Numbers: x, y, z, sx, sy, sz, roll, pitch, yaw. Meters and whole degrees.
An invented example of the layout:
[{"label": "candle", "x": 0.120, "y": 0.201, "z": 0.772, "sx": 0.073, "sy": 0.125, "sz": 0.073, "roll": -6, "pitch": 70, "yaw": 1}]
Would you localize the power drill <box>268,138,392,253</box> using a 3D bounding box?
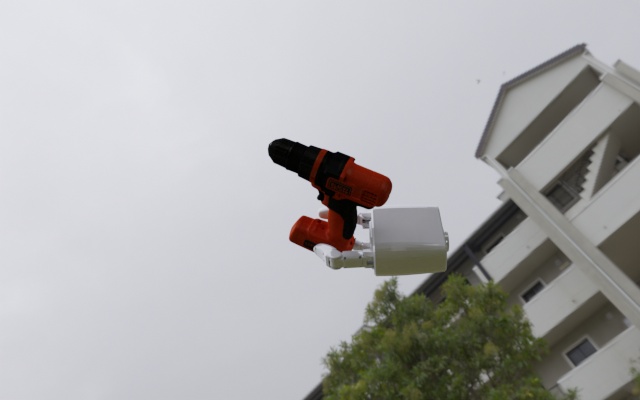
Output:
[{"label": "power drill", "x": 0.000, "y": 0.003, "z": 0.718, "sx": 0.184, "sy": 0.057, "sz": 0.188, "roll": 24, "pitch": -40, "yaw": 9}]
